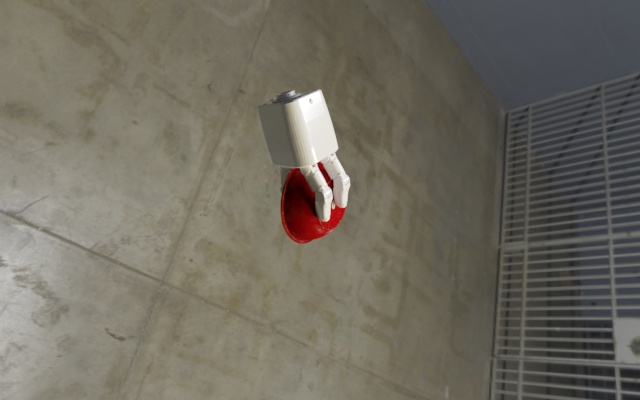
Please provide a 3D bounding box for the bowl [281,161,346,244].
[{"bbox_3d":[0.001,0.004,0.851,0.055,0.162,0.162,11,6,34],"label":"bowl"}]
